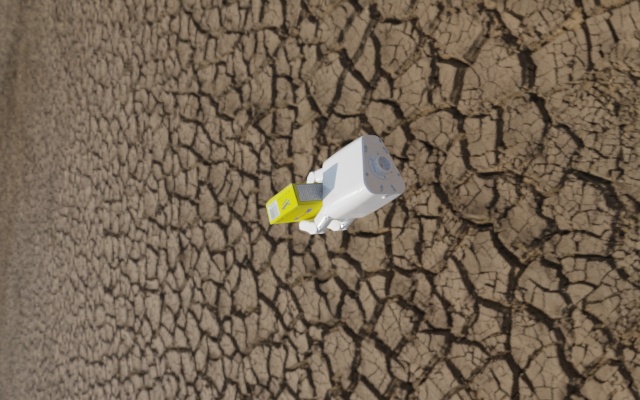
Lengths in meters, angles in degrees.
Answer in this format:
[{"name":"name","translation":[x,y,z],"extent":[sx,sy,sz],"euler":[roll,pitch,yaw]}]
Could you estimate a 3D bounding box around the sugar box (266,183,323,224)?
[{"name":"sugar box","translation":[0.000,0.003,0.858],"extent":[0.176,0.048,0.093],"euler":[-1,-21,-38]}]
